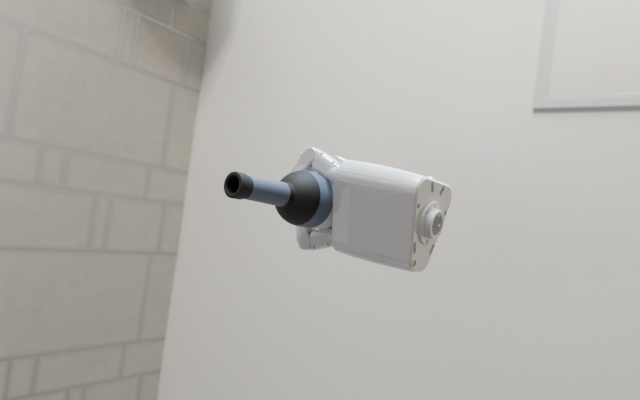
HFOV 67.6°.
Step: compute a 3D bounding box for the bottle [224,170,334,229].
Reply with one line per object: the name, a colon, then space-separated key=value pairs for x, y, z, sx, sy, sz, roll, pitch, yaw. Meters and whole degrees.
bottle: x=0.000 y=0.002 z=0.594 sx=0.069 sy=0.069 sz=0.296 roll=0 pitch=-7 yaw=37
